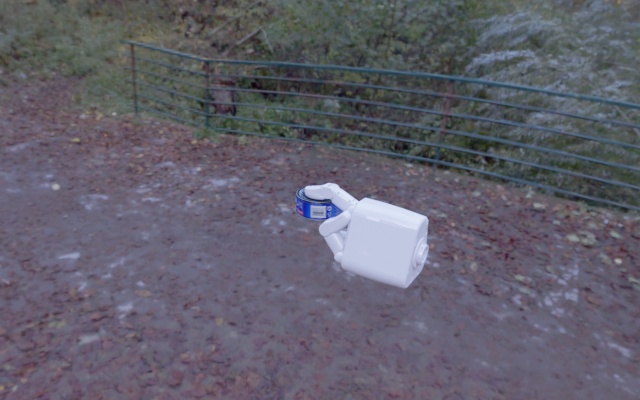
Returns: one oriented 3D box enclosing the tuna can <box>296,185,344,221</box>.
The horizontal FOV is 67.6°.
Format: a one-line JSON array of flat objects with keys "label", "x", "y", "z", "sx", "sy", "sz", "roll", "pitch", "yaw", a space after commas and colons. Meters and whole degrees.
[{"label": "tuna can", "x": 0.000, "y": 0.002, "z": 0.814, "sx": 0.086, "sy": 0.034, "sz": 0.086, "roll": 1, "pitch": 22, "yaw": 0}]
